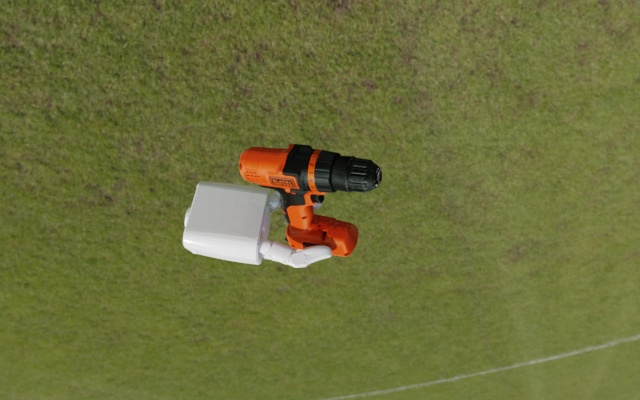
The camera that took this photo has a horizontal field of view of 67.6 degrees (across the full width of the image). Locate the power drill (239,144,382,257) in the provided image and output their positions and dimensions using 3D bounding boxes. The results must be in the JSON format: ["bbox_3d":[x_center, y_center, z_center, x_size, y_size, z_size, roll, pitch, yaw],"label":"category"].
[{"bbox_3d":[0.000,0.002,0.641,0.184,0.057,0.188,9,-36,22],"label":"power drill"}]
